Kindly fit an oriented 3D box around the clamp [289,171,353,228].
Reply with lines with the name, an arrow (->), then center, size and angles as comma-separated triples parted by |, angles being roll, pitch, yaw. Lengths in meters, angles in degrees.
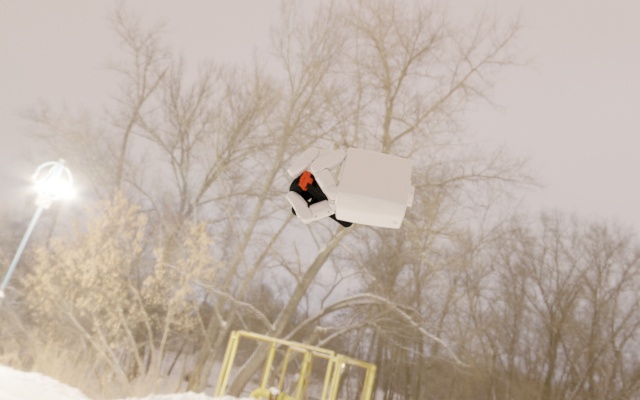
clamp -> 0.000, 0.002, 0.832 | 0.120, 0.039, 0.171 | 10, -19, 7
